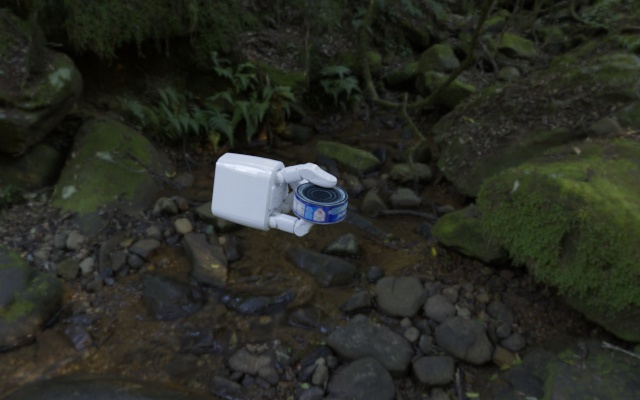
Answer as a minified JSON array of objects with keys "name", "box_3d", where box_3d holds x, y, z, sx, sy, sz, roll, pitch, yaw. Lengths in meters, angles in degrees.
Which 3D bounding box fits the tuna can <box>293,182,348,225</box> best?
[{"name":"tuna can","box_3d":[0.000,0.002,0.752,0.086,0.034,0.086,6,27,-3]}]
